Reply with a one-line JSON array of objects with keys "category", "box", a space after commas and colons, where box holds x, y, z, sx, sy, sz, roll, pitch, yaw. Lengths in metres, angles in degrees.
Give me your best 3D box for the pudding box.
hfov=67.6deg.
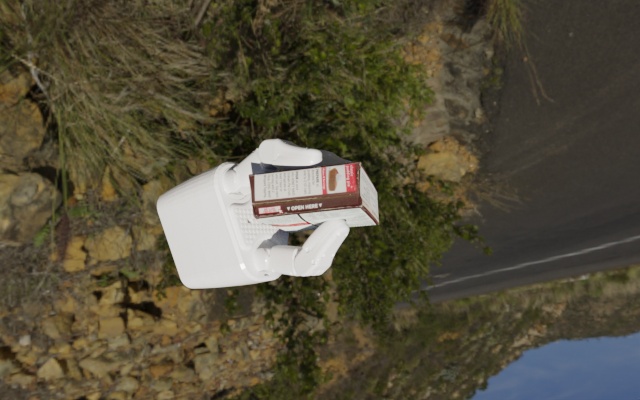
[{"category": "pudding box", "box": [0.000, 0.002, 0.411, 0.090, 0.039, 0.113, -7, -10, 12]}]
